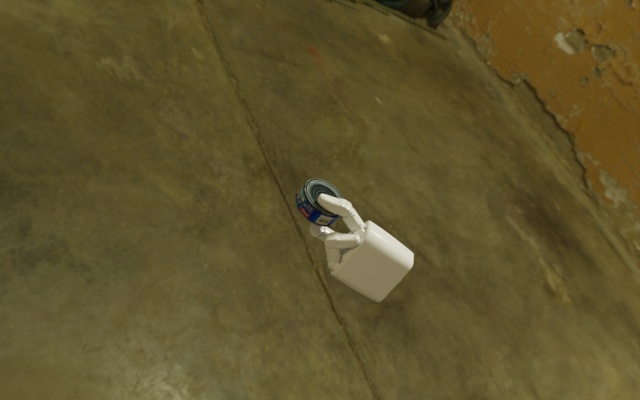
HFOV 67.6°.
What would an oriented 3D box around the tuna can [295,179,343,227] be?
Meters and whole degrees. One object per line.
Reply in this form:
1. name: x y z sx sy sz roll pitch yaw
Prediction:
1. tuna can: 0.000 0.002 0.846 0.086 0.086 0.034 0 -38 -40
